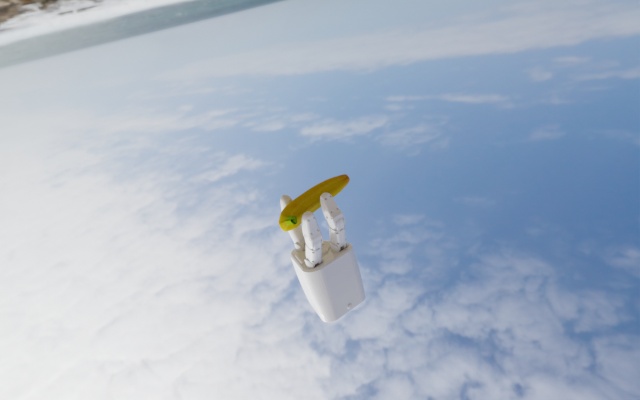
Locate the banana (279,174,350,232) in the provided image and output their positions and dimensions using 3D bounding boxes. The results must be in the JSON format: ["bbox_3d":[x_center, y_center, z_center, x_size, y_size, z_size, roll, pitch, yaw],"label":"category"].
[{"bbox_3d":[-0.017,0.007,0.802,0.069,0.037,0.197,-11,18,34],"label":"banana"}]
